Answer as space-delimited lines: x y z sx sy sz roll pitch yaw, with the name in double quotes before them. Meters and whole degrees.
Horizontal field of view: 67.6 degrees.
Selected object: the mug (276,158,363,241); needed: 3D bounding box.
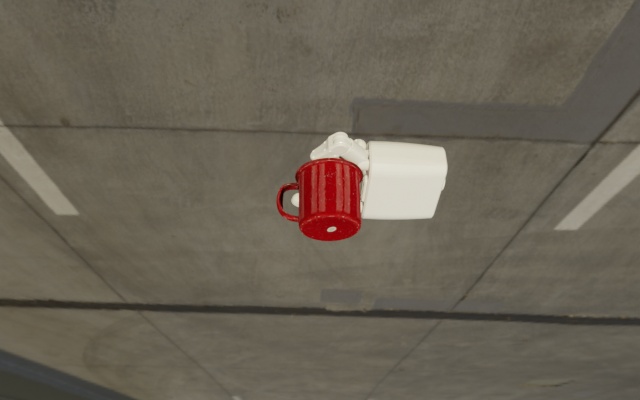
"mug" -0.001 0.002 0.633 0.117 0.081 0.093 1 -29 -3
